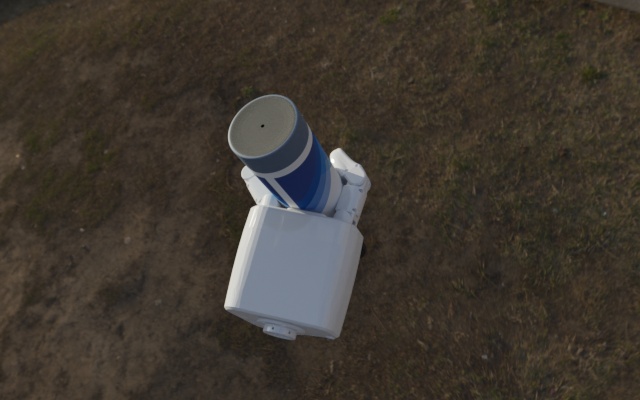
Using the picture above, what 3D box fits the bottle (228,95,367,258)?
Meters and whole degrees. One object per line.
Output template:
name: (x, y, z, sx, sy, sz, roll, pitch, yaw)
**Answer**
bottle: (0.000, 0.002, 0.528, 0.069, 0.069, 0.296, 0, -26, 22)
